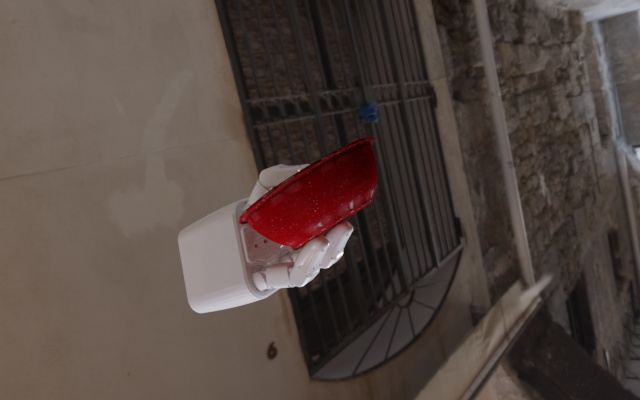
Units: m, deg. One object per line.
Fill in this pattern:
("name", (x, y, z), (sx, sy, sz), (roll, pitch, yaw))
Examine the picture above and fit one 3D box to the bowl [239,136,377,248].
("bowl", (0.001, 0.001, 0.484), (0.162, 0.055, 0.162), (-32, -5, -3))
